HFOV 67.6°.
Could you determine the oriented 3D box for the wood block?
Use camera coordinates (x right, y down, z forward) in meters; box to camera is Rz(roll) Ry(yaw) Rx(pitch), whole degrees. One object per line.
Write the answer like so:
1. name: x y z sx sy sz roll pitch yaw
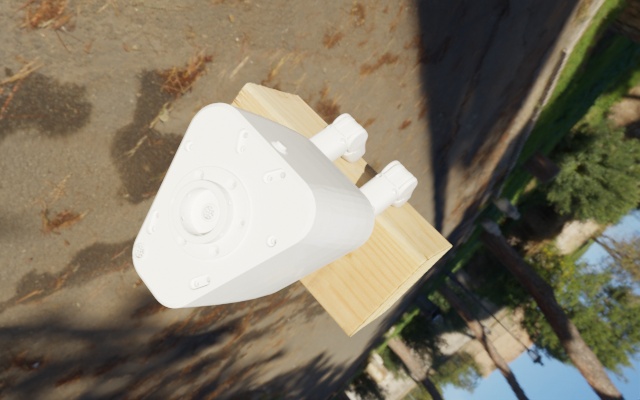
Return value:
1. wood block: 0.000 0.002 0.419 0.206 0.091 0.090 47 22 18
